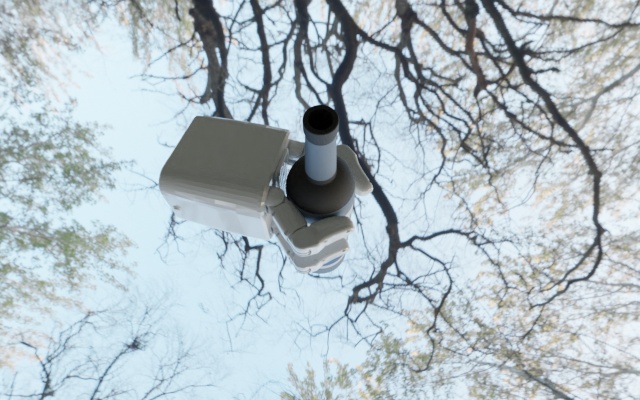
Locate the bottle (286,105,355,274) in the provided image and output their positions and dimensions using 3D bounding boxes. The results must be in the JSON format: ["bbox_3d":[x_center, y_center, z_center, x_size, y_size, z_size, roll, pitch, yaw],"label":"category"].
[{"bbox_3d":[0.000,0.002,0.487,0.069,0.069,0.296,0,-25,0],"label":"bottle"}]
